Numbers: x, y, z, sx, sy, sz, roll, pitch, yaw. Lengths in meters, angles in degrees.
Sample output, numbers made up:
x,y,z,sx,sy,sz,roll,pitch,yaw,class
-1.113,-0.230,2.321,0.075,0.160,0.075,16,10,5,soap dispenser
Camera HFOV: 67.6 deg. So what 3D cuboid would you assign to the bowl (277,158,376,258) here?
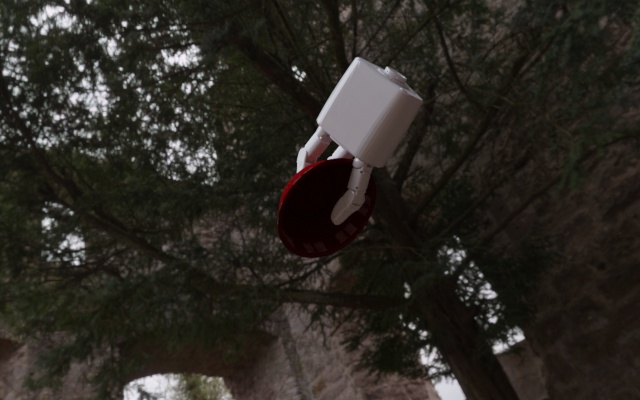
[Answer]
x,y,z,sx,sy,sz,roll,pitch,yaw,class
-0.001,0.003,0.694,0.162,0.162,0.055,0,27,-34,bowl
